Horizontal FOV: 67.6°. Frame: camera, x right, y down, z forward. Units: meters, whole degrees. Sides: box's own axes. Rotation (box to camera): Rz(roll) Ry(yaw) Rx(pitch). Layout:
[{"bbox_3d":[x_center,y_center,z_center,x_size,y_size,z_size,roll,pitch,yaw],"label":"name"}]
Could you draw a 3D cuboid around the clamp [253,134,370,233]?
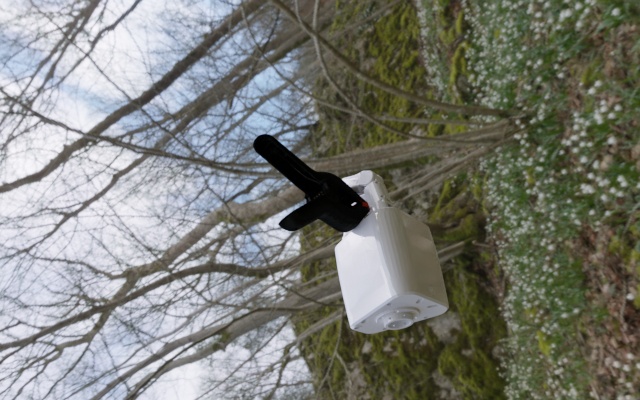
[{"bbox_3d":[0.000,0.002,0.533,0.171,0.120,0.039,25,-48,-38],"label":"clamp"}]
